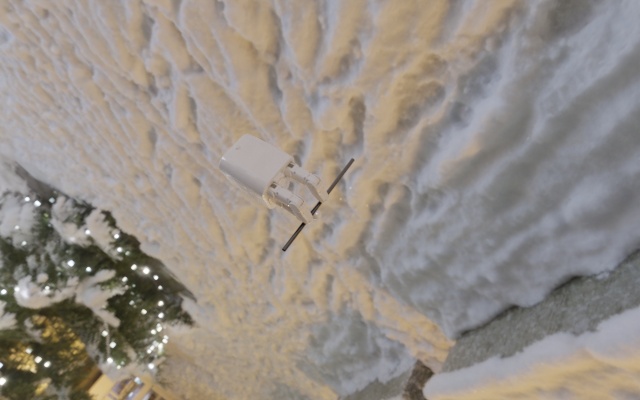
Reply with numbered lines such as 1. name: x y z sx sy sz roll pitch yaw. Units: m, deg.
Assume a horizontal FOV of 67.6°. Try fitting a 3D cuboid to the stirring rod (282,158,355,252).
1. stirring rod: 0.000 0.003 0.892 0.011 0.239 0.011 28 -30 17
